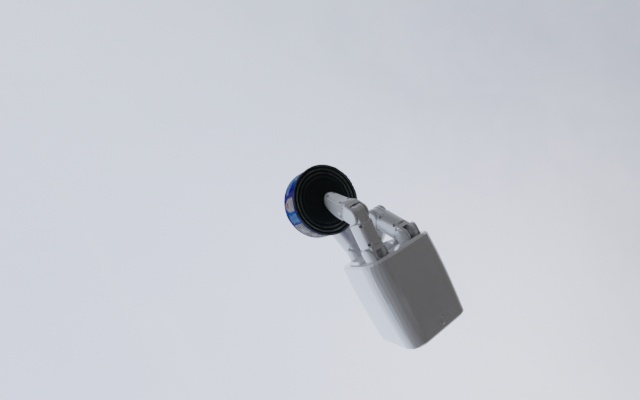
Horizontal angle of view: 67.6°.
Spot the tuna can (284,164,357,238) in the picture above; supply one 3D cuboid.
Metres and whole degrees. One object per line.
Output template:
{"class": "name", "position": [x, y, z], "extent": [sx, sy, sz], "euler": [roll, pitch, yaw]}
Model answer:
{"class": "tuna can", "position": [0.000, 0.002, 0.579], "extent": [0.086, 0.086, 0.034], "euler": [0, -11, -27]}
